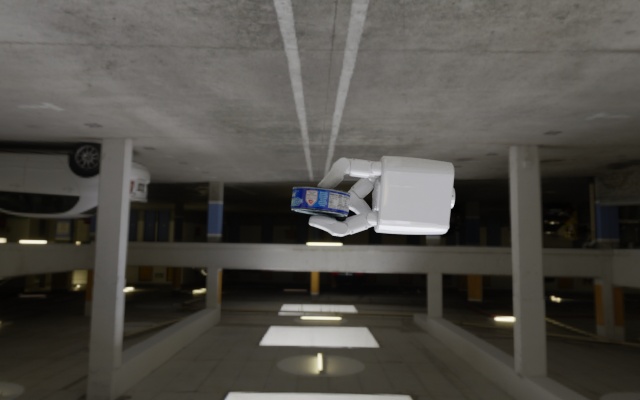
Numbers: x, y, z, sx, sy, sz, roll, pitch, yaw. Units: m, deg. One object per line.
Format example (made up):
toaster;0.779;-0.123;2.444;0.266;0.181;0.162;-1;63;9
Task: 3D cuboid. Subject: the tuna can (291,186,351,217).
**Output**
tuna can;0.000;0.003;0.698;0.086;0.033;0.086;6;-6;1
